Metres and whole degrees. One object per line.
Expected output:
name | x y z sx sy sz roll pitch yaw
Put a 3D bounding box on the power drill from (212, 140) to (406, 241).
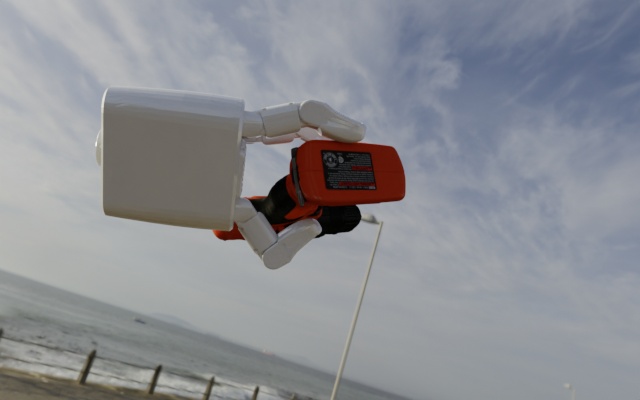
power drill | 0.000 0.001 0.485 0.184 0.057 0.188 -2 -16 -31
